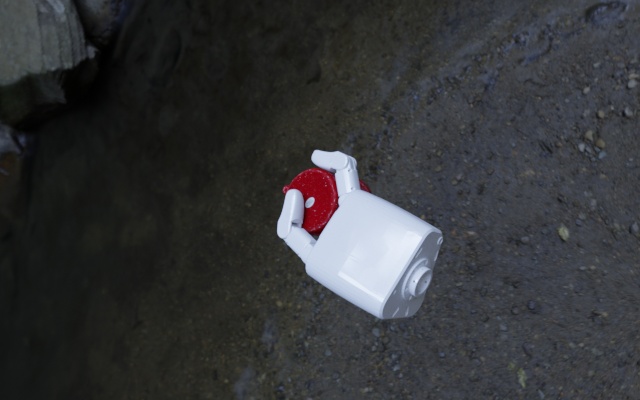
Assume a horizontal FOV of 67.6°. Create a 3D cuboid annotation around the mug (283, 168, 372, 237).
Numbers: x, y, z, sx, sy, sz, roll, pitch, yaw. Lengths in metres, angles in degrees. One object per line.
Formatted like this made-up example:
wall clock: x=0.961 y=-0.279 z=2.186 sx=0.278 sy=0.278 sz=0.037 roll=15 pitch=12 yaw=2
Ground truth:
mug: x=-0.001 y=0.001 z=0.616 sx=0.117 sy=0.093 sz=0.081 roll=26 pitch=6 yaw=37
